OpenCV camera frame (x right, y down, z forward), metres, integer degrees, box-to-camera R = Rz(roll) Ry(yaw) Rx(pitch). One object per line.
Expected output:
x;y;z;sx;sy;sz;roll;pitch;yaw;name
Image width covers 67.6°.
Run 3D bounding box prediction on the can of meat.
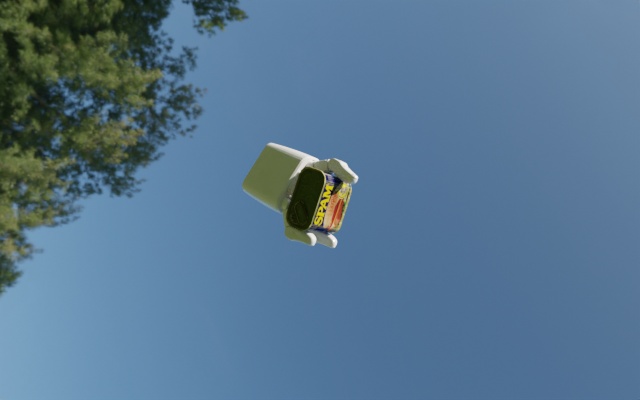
0.000;0.003;0.796;0.057;0.102;0.084;21;5;38;can of meat
